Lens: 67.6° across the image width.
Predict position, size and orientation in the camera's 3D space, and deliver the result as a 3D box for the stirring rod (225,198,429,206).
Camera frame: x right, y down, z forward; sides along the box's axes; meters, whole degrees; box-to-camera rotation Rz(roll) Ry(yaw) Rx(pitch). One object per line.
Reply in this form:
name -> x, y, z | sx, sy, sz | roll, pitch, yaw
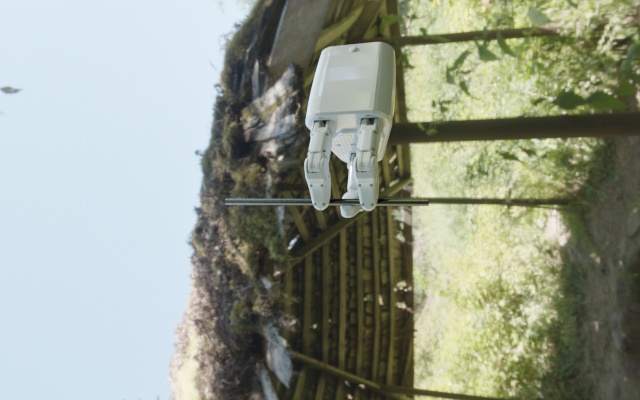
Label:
stirring rod -> 0.000, 0.002, 0.544 | 0.239, 0.011, 0.011 | 0, 0, 18
